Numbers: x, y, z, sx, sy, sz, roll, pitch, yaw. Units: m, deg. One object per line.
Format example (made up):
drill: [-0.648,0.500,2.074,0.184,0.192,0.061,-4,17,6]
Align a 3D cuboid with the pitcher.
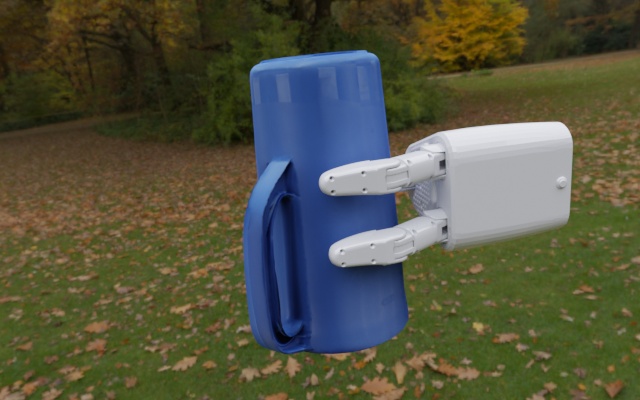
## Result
pitcher: [0.000,0.001,0.414,0.145,0.243,0.149,-8,15,-8]
